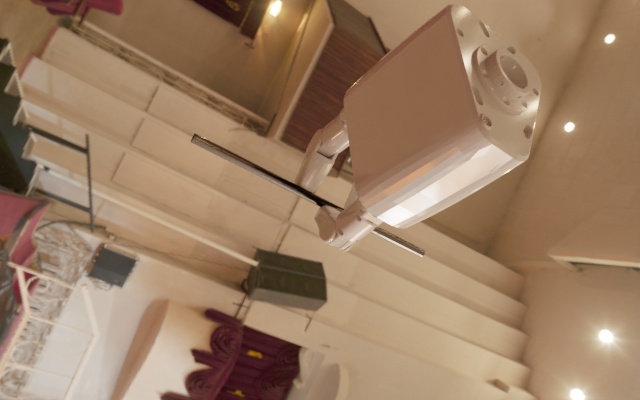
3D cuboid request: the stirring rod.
[{"bbox_3d":[0.000,0.001,0.416,0.239,0.011,0.011,27,-11,-23],"label":"stirring rod"}]
